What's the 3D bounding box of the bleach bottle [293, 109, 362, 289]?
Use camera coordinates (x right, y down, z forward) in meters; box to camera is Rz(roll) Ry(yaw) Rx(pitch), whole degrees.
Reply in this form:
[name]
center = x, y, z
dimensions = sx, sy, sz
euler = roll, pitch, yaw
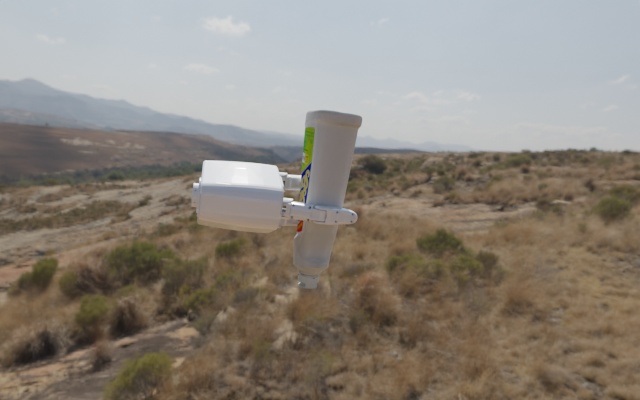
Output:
[bleach bottle]
center = 0.000, 0.002, 0.671
dimensions = 0.068, 0.251, 0.102
euler = 6, 7, -14
